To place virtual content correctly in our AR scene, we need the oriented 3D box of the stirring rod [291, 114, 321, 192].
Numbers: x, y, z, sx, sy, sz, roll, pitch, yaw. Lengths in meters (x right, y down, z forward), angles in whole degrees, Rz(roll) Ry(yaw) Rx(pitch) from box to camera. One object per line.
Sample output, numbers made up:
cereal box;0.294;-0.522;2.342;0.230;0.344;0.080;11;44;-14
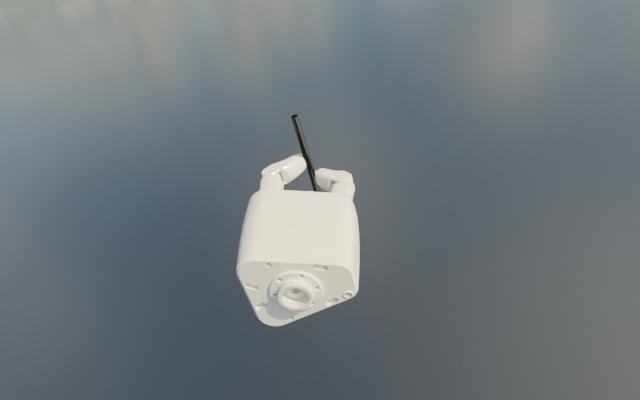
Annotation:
stirring rod;0.000;0.002;0.598;0.011;0.240;0.011;-12;34;8
